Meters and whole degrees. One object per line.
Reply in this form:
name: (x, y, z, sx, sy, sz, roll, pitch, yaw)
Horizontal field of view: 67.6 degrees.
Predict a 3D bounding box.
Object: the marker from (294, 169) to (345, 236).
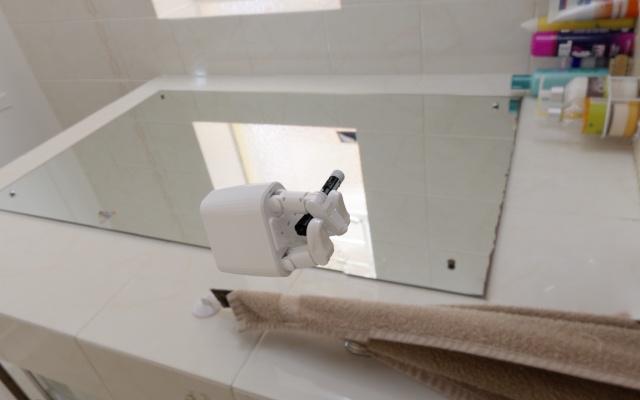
marker: (0.000, 0.002, 0.580, 0.020, 0.020, 0.121, 0, 35, 29)
